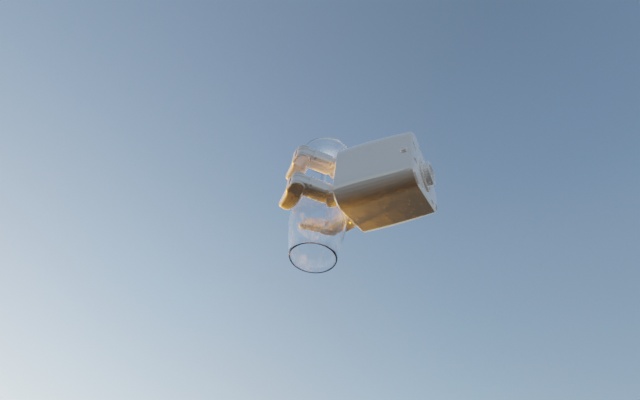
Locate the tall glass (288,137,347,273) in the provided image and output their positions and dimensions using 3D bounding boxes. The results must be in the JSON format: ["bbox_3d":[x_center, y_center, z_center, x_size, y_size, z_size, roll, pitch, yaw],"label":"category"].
[{"bbox_3d":[0.000,0.002,0.664,0.079,0.200,0.079,4,-45,4],"label":"tall glass"}]
